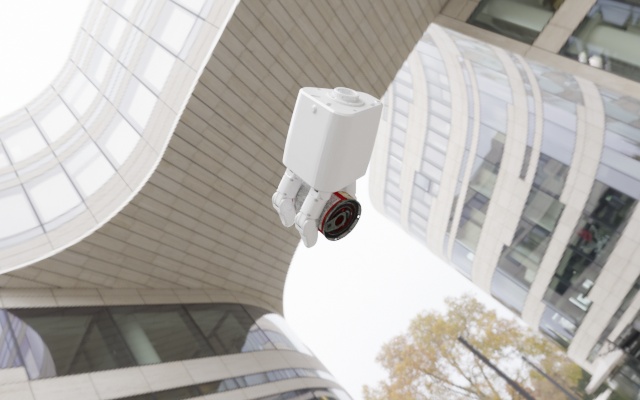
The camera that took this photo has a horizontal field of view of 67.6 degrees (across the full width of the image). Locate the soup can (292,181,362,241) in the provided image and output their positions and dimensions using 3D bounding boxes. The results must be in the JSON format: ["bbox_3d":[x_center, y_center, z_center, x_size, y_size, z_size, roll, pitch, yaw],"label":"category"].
[{"bbox_3d":[0.000,0.002,0.680,0.068,0.068,0.102,0,30,-46],"label":"soup can"}]
